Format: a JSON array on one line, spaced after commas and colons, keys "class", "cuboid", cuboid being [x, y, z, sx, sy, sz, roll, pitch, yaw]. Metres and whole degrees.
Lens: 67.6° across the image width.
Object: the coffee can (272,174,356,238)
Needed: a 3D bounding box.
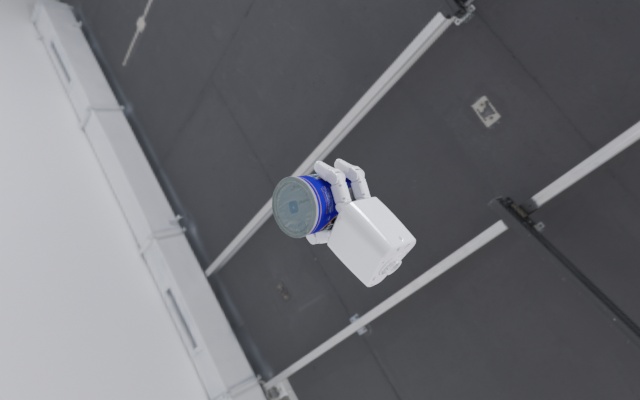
[{"class": "coffee can", "cuboid": [0.000, 0.003, 0.839, 0.103, 0.103, 0.140, 0, 8, 42]}]
